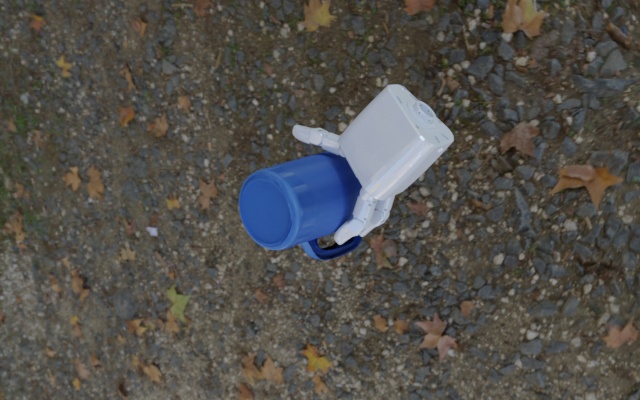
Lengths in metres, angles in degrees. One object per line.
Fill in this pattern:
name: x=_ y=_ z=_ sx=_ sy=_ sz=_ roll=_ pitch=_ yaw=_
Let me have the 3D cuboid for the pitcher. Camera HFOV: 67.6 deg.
pitcher: x=0.000 y=0.002 z=0.707 sx=0.243 sy=0.149 sz=0.145 roll=-18 pitch=-23 yaw=-52
